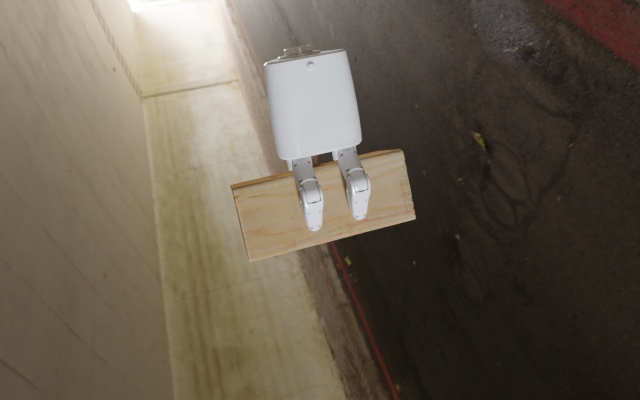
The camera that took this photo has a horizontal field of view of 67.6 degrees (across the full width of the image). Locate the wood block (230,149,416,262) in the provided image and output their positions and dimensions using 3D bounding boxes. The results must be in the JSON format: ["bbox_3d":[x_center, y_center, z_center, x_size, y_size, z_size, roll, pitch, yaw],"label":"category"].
[{"bbox_3d":[0.000,0.002,0.597,0.206,0.090,0.091,-13,7,-11],"label":"wood block"}]
